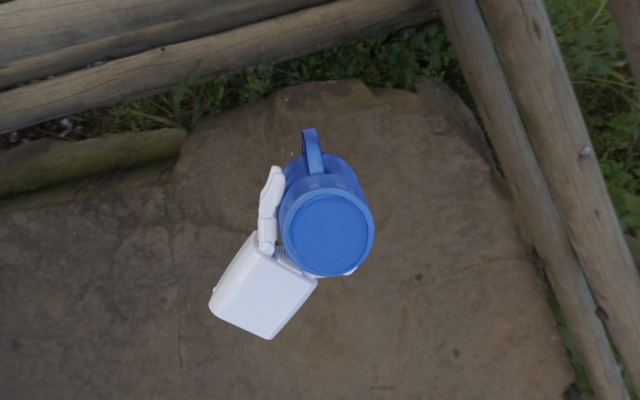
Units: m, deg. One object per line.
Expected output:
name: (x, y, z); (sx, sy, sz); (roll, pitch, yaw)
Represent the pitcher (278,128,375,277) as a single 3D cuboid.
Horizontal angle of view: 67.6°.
pitcher: (0.000, 0.002, 0.650); (0.149, 0.145, 0.242); (37, 8, -10)
